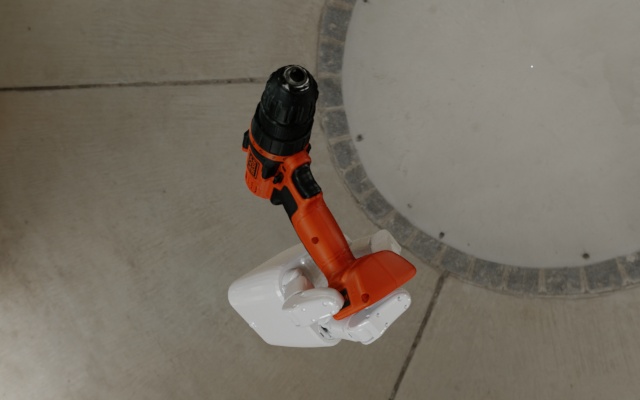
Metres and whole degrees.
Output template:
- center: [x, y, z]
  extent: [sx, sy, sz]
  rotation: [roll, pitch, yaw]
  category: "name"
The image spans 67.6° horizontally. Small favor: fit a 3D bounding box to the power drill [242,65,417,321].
- center: [0.000, 0.002, 0.405]
  extent: [0.057, 0.187, 0.184]
  rotation: [-27, -13, -21]
  category: "power drill"
